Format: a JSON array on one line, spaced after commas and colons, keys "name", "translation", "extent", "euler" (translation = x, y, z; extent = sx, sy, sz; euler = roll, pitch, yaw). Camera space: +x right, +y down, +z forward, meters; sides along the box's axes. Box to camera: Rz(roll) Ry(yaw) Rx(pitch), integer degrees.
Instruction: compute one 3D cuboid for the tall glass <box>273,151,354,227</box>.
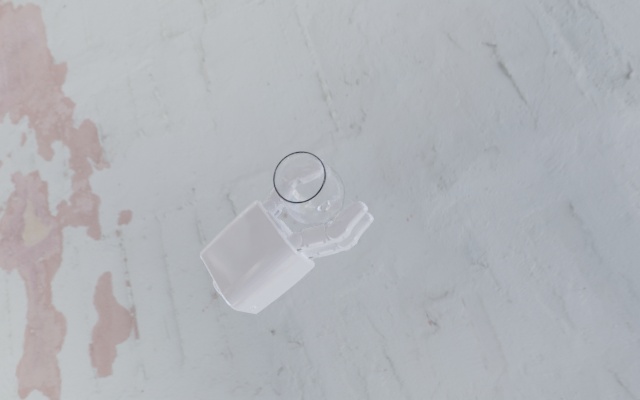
[{"name": "tall glass", "translation": [0.000, 0.002, 0.623], "extent": [0.079, 0.079, 0.201], "euler": [0, -17, 14]}]
